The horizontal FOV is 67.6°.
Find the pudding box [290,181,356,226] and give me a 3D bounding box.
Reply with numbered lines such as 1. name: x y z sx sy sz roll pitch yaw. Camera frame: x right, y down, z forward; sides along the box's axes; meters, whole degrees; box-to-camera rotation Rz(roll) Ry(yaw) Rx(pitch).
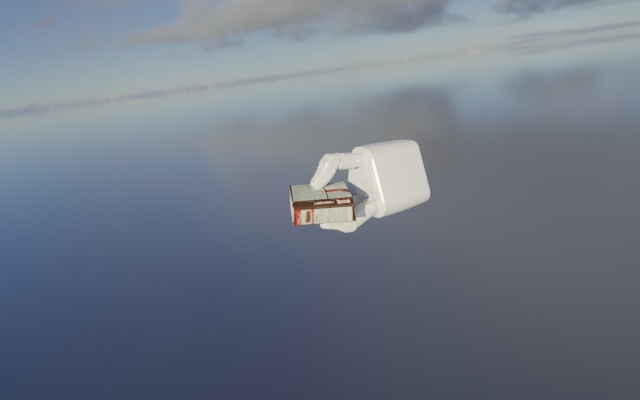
1. pudding box: 0.000 0.002 0.709 0.090 0.039 0.113 -5 13 -4
